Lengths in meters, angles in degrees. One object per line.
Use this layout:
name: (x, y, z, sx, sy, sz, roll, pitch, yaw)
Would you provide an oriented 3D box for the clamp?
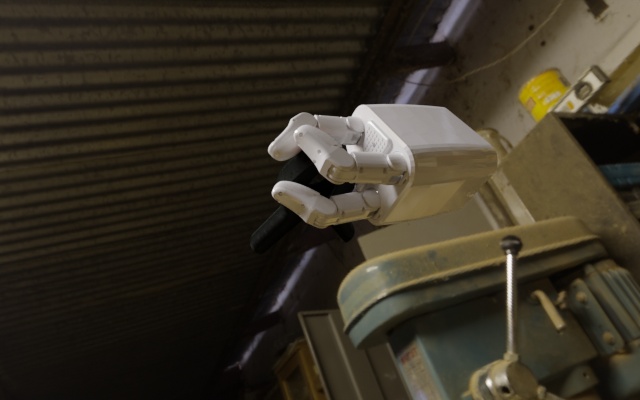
clamp: (0.000, 0.001, 0.494, 0.120, 0.039, 0.172, -6, -33, -26)
